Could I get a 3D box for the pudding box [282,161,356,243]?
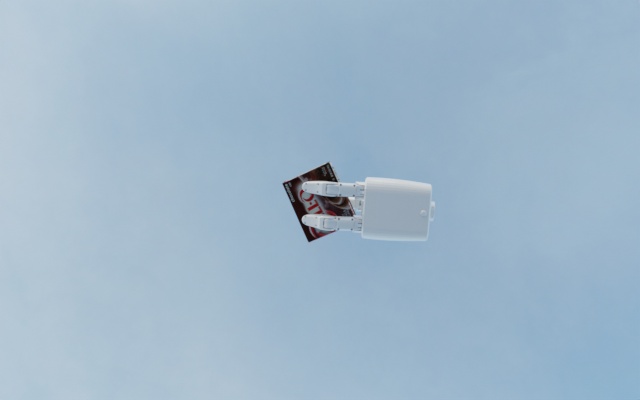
[{"bbox_3d":[0.000,0.003,0.806,0.090,0.113,0.039,-24,0,12],"label":"pudding box"}]
